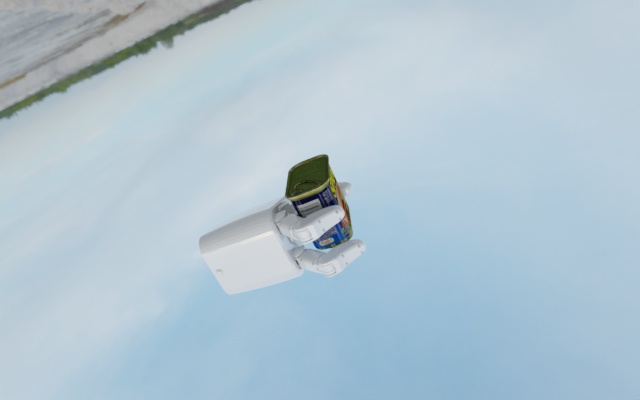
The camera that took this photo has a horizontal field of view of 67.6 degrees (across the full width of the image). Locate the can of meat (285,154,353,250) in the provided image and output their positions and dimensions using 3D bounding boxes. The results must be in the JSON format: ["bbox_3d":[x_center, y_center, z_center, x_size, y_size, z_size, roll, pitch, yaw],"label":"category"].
[{"bbox_3d":[0.000,0.002,0.602,0.057,0.084,0.102,-21,25,10],"label":"can of meat"}]
